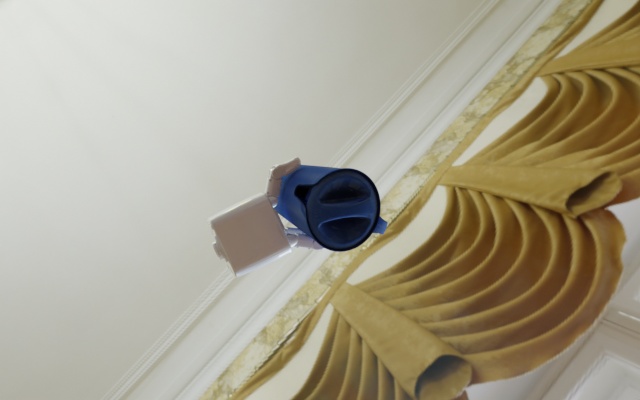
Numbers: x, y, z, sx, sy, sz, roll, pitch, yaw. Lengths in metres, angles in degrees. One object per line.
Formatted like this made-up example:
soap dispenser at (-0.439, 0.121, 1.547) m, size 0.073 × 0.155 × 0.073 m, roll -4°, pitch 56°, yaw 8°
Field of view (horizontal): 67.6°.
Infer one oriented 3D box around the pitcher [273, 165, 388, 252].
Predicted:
pitcher at (0.000, 0.003, 0.854) m, size 0.145 × 0.149 × 0.243 m, roll -26°, pitch 19°, yaw -18°
